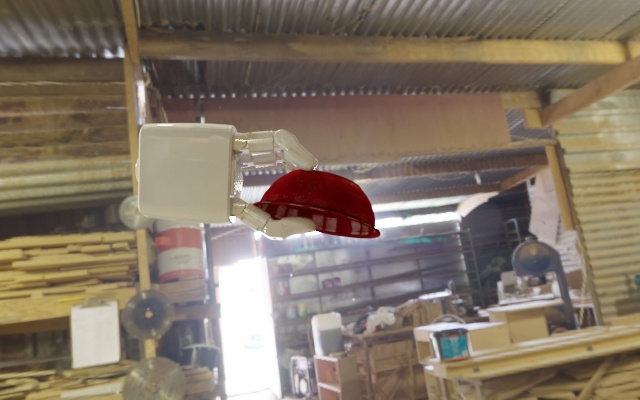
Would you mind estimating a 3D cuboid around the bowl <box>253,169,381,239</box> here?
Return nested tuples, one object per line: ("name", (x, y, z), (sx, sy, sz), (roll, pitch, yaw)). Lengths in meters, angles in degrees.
("bowl", (0.001, 0.002, 0.591), (0.162, 0.055, 0.162), (13, -12, 3))
